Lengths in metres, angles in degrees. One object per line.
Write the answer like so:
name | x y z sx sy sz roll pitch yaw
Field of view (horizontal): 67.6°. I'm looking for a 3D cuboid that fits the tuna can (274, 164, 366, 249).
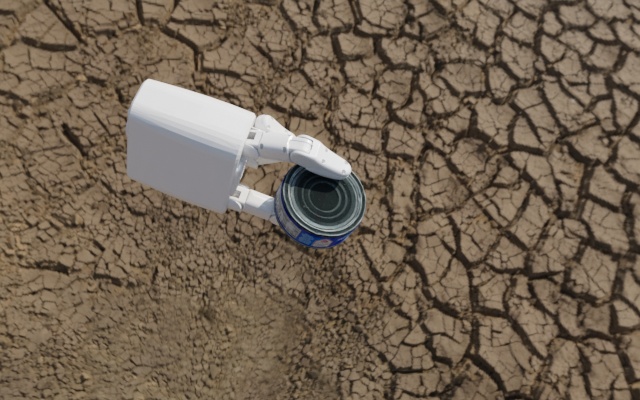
tuna can | 0.000 0.001 0.462 0.086 0.086 0.034 0 -24 -19
